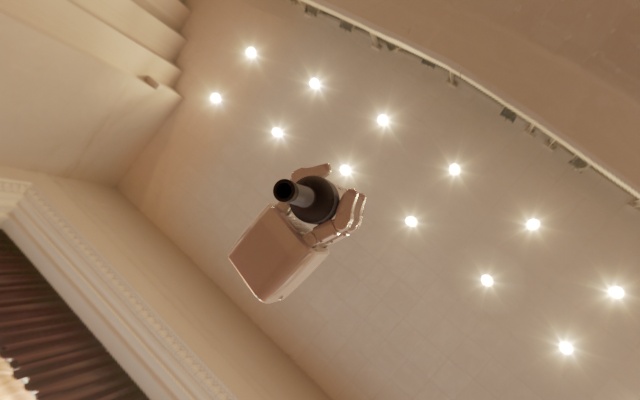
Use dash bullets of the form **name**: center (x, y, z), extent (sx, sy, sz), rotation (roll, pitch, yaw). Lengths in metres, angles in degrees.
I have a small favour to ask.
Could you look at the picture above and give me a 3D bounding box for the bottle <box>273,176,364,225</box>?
- **bottle**: center (0.000, 0.002, 0.690), extent (0.069, 0.069, 0.296), rotation (0, -5, 17)
